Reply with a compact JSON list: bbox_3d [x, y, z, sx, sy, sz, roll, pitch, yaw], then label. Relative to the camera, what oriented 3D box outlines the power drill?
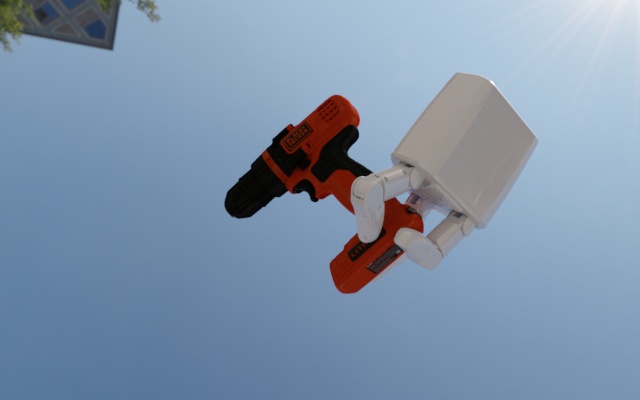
[{"bbox_3d":[0.001,0.002,0.499,0.184,0.187,0.057,-42,-28,9],"label":"power drill"}]
